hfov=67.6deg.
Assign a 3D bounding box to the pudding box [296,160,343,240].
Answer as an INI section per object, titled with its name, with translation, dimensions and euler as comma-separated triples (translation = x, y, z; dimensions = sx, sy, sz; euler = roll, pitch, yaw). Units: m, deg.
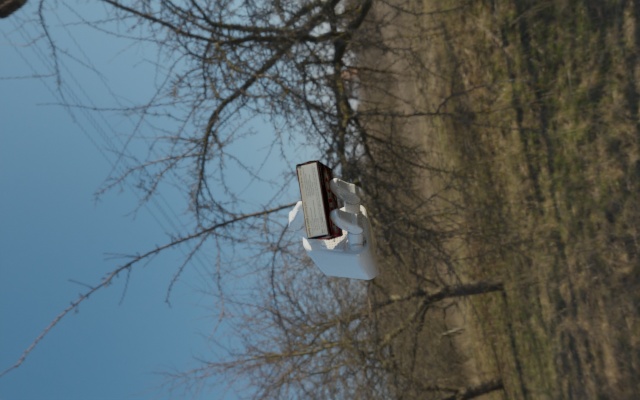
[pudding box]
translation = 0.000, 0.002, 0.717
dimensions = 0.039, 0.113, 0.090
euler = -13, -7, 13
